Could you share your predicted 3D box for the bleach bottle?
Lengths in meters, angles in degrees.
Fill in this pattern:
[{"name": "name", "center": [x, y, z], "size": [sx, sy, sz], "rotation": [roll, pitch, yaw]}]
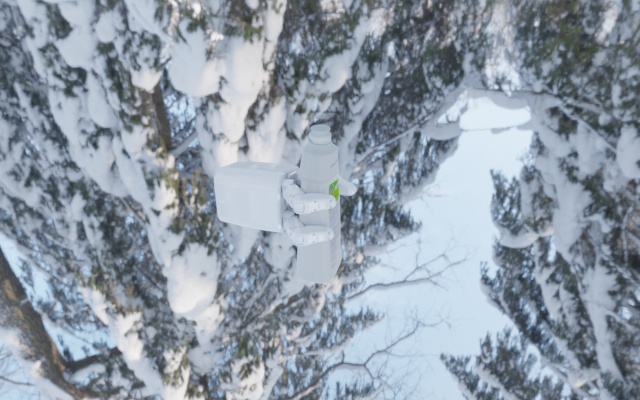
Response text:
[{"name": "bleach bottle", "center": [0.000, 0.003, 0.742], "size": [0.068, 0.251, 0.102], "rotation": [8, 31, 12]}]
